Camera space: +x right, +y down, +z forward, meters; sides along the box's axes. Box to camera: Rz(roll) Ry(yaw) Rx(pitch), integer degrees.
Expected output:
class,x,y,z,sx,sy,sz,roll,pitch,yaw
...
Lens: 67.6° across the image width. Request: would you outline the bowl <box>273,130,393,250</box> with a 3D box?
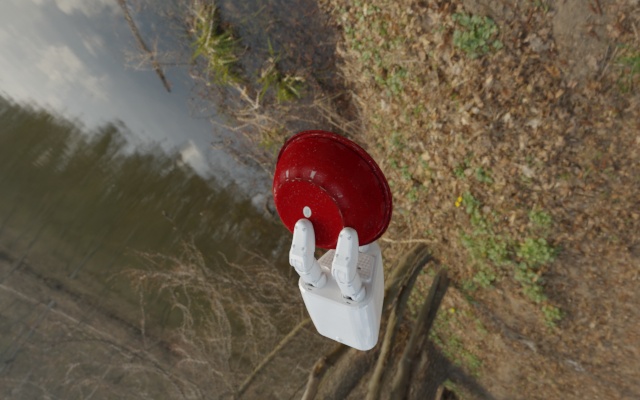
class,x,y,z,sx,sy,sz,roll,pitch,yaw
bowl,-0.001,0.001,0.559,0.162,0.162,0.055,0,30,36
